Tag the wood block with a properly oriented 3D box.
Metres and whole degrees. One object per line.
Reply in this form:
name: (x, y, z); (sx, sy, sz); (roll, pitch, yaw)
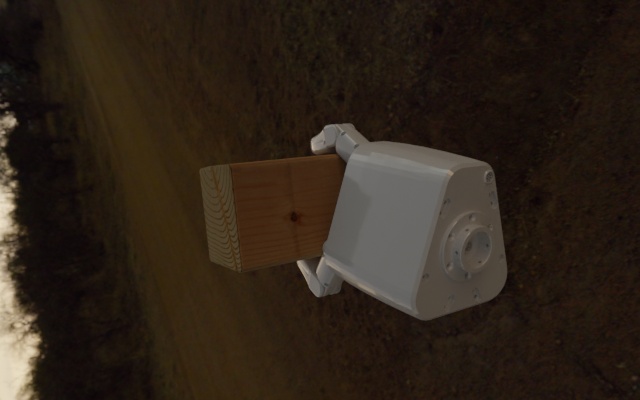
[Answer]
wood block: (0.000, 0.001, 0.466); (0.206, 0.091, 0.090); (-8, 5, -29)
